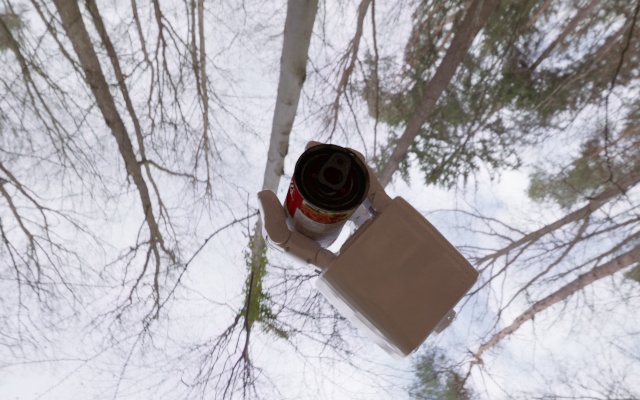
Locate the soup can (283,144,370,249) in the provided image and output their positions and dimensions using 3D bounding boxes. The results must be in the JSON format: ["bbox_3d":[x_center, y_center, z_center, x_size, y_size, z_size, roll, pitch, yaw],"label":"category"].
[{"bbox_3d":[0.000,0.001,0.455,0.068,0.068,0.102,0,-26,-13],"label":"soup can"}]
